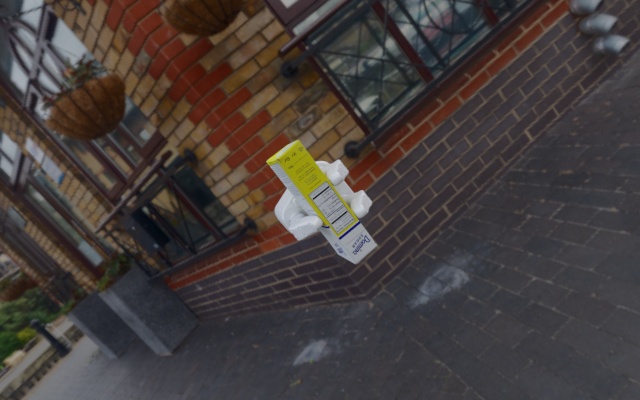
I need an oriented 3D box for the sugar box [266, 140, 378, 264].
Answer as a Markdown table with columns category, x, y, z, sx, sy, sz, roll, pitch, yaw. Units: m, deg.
| category | x | y | z | sx | sy | sz | roll | pitch | yaw |
| --- | --- | --- | --- | --- | --- | --- | --- | --- | --- |
| sugar box | 0.000 | 0.002 | 0.656 | 0.048 | 0.176 | 0.093 | -41 | 11 | -9 |
